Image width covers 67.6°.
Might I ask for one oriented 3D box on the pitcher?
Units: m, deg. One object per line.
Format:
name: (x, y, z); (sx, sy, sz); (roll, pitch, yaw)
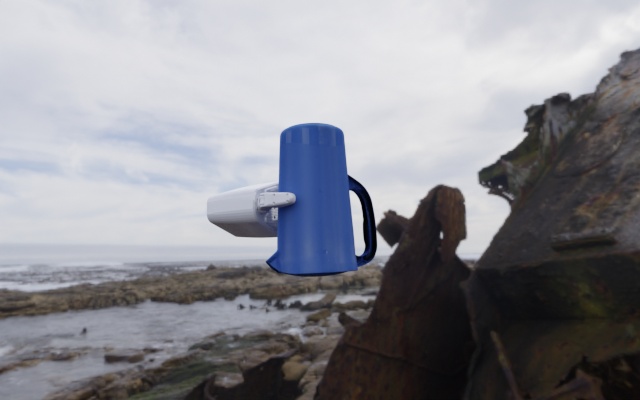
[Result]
pitcher: (0.000, 0.003, 0.788); (0.145, 0.243, 0.149); (-5, -8, 28)
